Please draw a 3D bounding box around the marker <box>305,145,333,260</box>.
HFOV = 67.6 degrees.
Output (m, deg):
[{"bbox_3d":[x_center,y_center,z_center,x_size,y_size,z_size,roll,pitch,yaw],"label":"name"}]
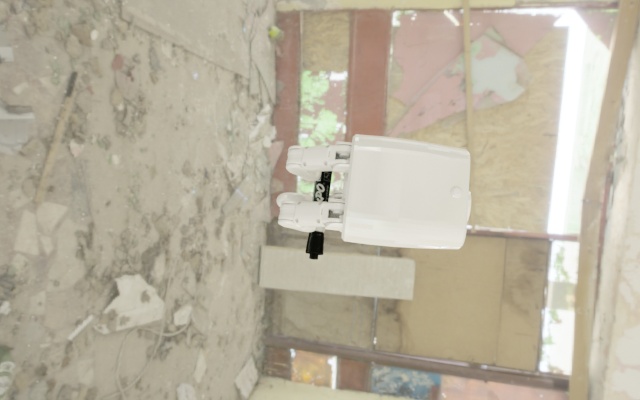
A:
[{"bbox_3d":[0.000,0.002,0.502,0.020,0.121,0.020,7,-12,1],"label":"marker"}]
